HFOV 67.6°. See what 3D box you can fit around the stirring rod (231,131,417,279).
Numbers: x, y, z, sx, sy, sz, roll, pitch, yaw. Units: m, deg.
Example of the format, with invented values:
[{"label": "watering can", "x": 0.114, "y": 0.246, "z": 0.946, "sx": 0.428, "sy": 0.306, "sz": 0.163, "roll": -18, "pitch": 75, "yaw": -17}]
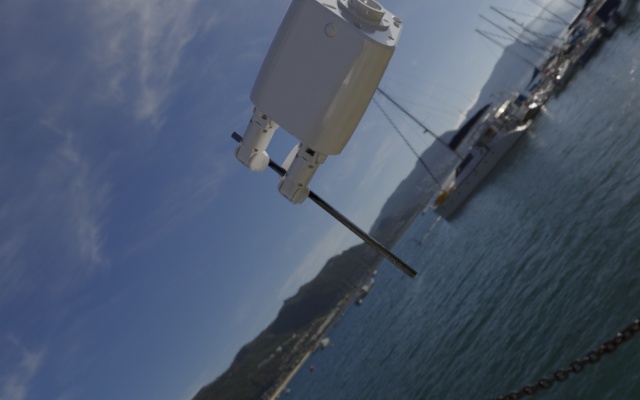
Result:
[{"label": "stirring rod", "x": 0.000, "y": 0.002, "z": 0.492, "sx": 0.239, "sy": 0.011, "sz": 0.011, "roll": 38, "pitch": 8, "yaw": 10}]
